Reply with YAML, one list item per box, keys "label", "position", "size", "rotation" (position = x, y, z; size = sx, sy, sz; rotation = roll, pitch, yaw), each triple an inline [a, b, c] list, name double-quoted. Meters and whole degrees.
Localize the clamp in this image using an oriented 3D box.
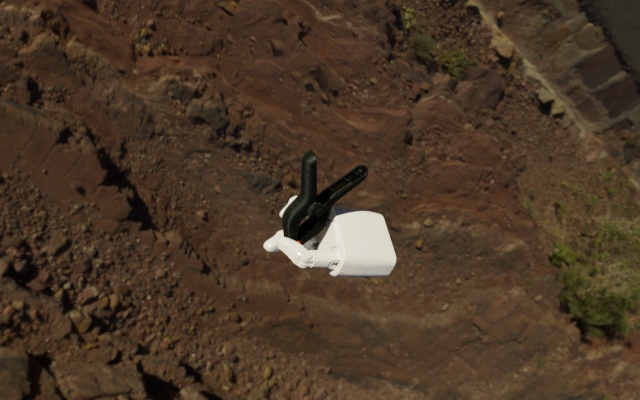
- label: "clamp"
  position: [0.000, 0.003, 0.729]
  size: [0.120, 0.171, 0.039]
  rotation: [6, 35, -30]
